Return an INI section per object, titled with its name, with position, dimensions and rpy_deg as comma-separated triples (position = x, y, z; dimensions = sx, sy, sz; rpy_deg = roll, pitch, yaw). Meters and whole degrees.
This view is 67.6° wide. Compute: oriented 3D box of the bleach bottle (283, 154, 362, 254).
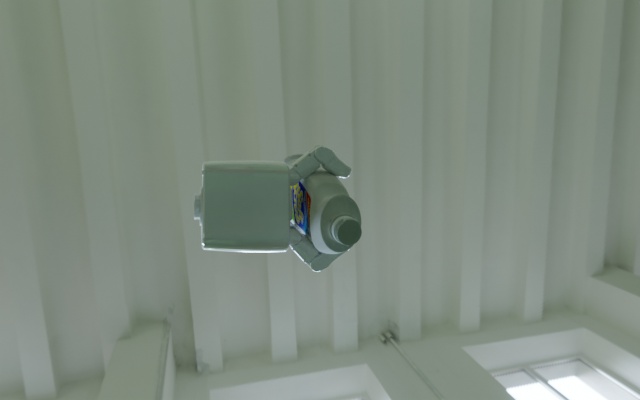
[bleach bottle]
position = 0.000, 0.002, 0.628
dimensions = 0.068, 0.102, 0.250
rpy_deg = 1, 11, -15
